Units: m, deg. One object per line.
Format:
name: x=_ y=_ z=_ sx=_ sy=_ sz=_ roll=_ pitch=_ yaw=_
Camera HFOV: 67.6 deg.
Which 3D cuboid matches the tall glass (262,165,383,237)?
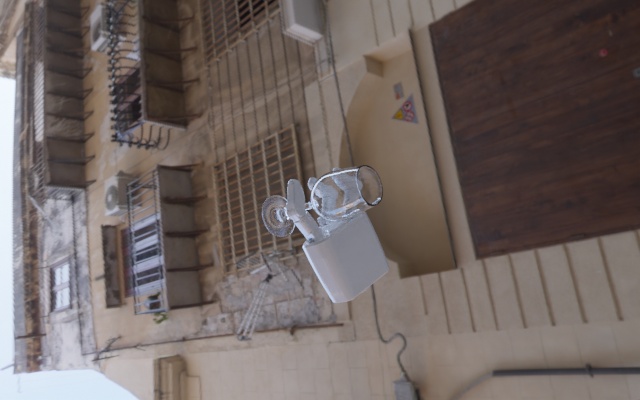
tall glass: x=0.000 y=0.003 z=0.752 sx=0.201 sy=0.079 sz=0.079 roll=-19 pitch=-13 yaw=41
